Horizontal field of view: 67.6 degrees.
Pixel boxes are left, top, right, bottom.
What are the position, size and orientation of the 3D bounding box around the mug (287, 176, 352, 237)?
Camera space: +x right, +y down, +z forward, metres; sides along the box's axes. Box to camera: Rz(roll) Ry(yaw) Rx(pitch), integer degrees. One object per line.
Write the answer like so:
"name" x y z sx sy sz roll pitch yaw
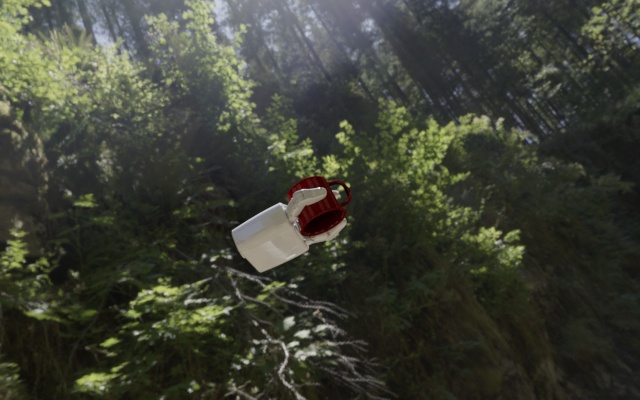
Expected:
"mug" 0.001 0.002 0.884 0.117 0.081 0.093 -28 -24 2
